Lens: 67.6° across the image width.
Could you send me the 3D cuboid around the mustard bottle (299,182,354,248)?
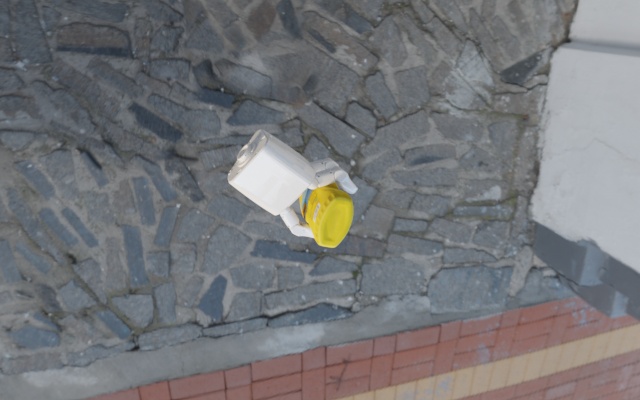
[{"bbox_3d":[0.000,0.003,0.875,0.058,0.096,0.191,10,19,-21],"label":"mustard bottle"}]
